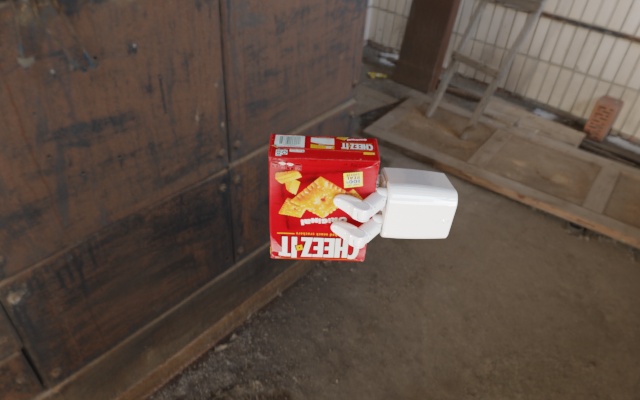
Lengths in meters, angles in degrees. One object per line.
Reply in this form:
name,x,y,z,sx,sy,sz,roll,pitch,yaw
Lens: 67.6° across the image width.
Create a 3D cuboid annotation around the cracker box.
cracker box,0.000,0.002,0.767,0.164,0.214,0.072,3,39,-2
